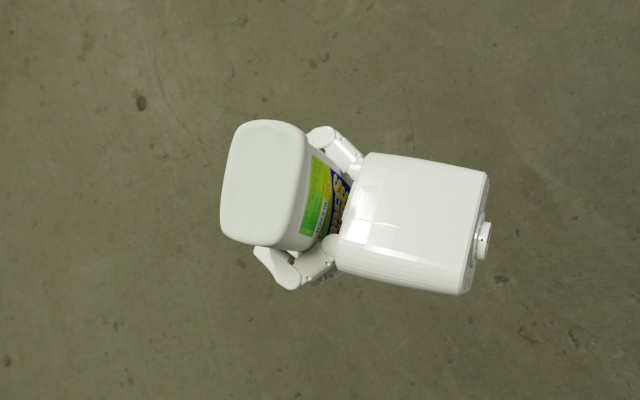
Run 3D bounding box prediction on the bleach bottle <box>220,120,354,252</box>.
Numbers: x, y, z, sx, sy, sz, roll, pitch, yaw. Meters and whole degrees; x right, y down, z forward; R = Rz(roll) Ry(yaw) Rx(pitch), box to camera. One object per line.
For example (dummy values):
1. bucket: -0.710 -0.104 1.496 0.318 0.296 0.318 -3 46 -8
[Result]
1. bleach bottle: 0.000 0.002 0.479 0.068 0.102 0.251 10 -3 24
